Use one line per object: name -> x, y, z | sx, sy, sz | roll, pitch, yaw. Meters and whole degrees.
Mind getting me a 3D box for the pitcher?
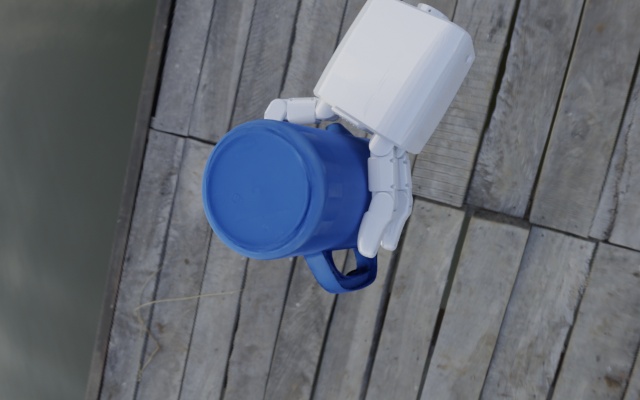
pitcher -> 0.000, 0.001, 0.464 | 0.149, 0.145, 0.243 | 35, 13, 18
